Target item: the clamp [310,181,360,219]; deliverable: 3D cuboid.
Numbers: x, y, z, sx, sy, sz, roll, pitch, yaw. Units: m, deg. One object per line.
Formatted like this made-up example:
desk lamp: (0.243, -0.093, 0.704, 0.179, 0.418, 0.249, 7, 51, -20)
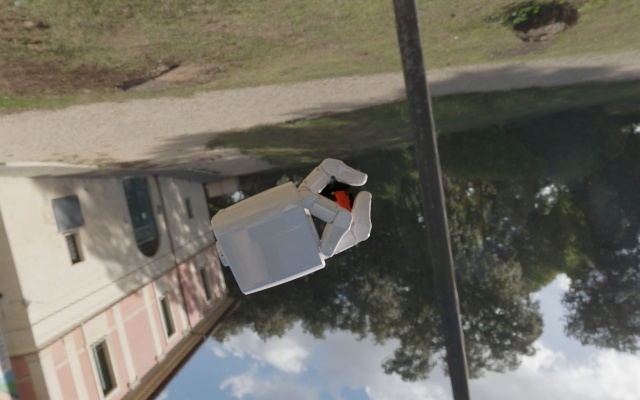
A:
clamp: (0.001, 0.003, 0.666, 0.120, 0.039, 0.171, -30, 6, -1)
